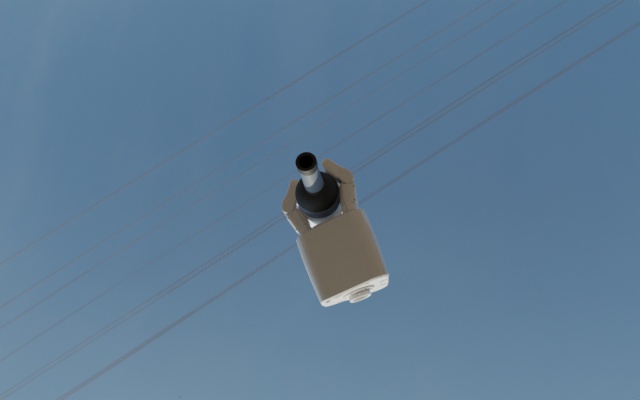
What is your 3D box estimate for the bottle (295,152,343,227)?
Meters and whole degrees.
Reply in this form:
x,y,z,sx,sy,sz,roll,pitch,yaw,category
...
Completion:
x,y,z,sx,sy,sz,roll,pitch,yaw,category
0.000,0.002,0.742,0.069,0.069,0.296,0,-21,8,bottle
